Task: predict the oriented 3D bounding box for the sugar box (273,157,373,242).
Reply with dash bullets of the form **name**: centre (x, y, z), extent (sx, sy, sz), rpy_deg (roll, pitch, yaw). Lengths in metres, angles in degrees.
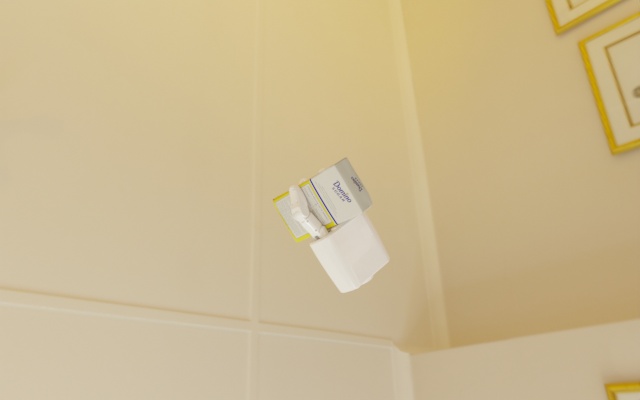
- **sugar box**: centre (0.000, 0.003, 0.833), extent (0.176, 0.093, 0.048), rpy_deg (-27, 6, 41)
